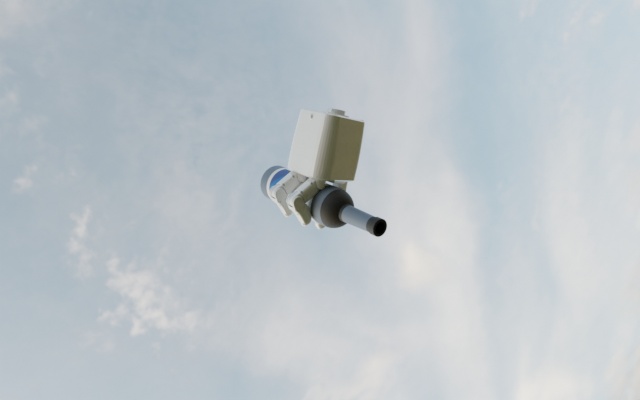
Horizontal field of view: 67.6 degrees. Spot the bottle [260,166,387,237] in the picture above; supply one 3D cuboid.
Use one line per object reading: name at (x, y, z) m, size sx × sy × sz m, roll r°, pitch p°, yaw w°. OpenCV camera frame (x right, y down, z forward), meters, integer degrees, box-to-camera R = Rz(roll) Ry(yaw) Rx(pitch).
bottle at (0.000, 0.003, 0.800) m, size 0.069 × 0.069 × 0.295 m, roll 0°, pitch 15°, yaw -37°
